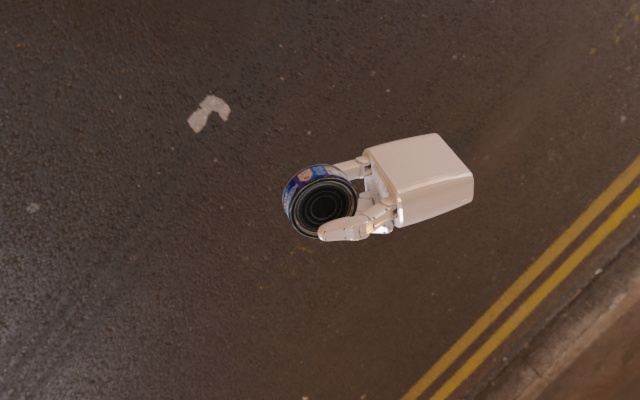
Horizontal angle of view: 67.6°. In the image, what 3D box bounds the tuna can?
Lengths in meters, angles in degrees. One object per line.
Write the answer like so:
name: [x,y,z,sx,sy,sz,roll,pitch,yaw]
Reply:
tuna can: [0.000,0.002,0.563,0.086,0.086,0.033,0,30,-19]
